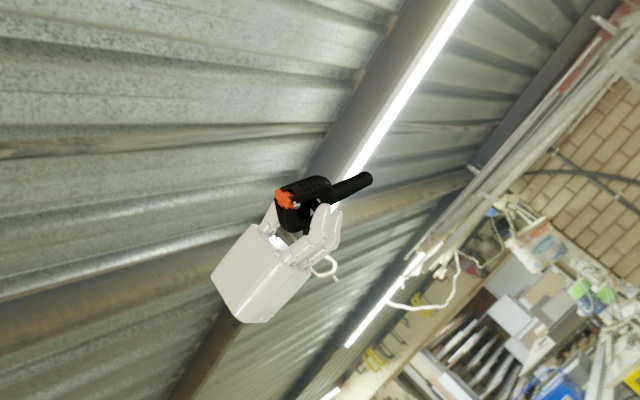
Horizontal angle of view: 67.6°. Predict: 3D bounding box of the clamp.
[{"bbox_3d":[-0.001,0.002,0.707,0.036,0.164,0.210,42,4,24],"label":"clamp"}]
